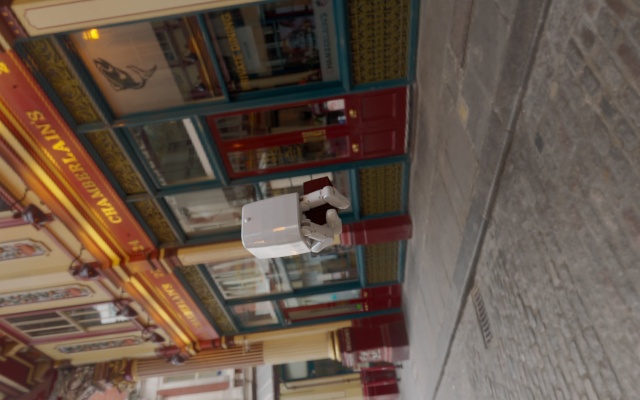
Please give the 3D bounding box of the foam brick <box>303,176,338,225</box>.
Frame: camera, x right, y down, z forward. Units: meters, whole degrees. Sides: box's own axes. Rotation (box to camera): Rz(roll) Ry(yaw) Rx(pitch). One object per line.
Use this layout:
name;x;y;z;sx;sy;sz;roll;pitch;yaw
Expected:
foam brick;0.000;0.003;0.896;0.051;0.078;0.053;-14;-40;11
